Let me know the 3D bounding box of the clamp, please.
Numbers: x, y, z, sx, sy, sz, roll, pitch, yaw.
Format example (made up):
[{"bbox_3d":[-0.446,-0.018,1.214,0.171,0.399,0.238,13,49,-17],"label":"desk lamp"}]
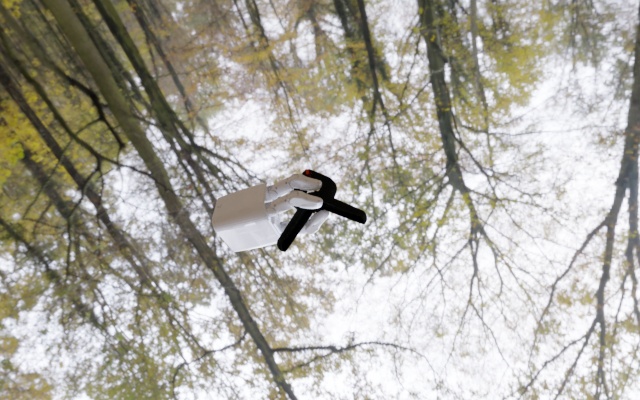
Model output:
[{"bbox_3d":[0.000,0.003,0.899,0.164,0.036,0.209,-15,36,9],"label":"clamp"}]
